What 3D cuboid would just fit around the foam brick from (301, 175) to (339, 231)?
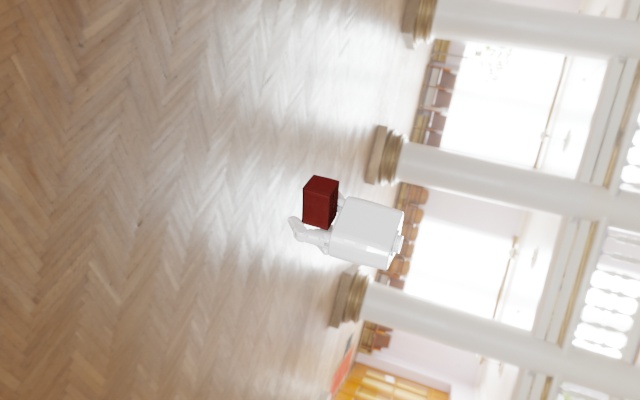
[{"bbox_3d":[0.000,0.003,0.844,0.051,0.078,0.053,15,38,16],"label":"foam brick"}]
